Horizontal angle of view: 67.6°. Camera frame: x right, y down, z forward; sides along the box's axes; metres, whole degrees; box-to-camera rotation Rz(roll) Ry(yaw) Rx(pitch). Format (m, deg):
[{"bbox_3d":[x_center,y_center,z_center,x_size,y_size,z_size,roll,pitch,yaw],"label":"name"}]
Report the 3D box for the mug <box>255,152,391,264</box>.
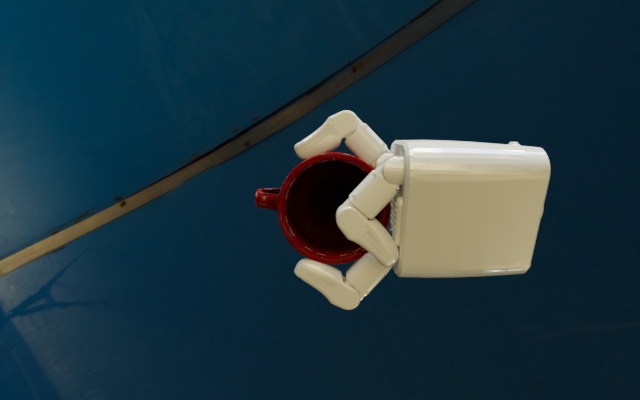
[{"bbox_3d":[-0.001,0.001,0.431,0.117,0.093,0.081,2,8,1],"label":"mug"}]
